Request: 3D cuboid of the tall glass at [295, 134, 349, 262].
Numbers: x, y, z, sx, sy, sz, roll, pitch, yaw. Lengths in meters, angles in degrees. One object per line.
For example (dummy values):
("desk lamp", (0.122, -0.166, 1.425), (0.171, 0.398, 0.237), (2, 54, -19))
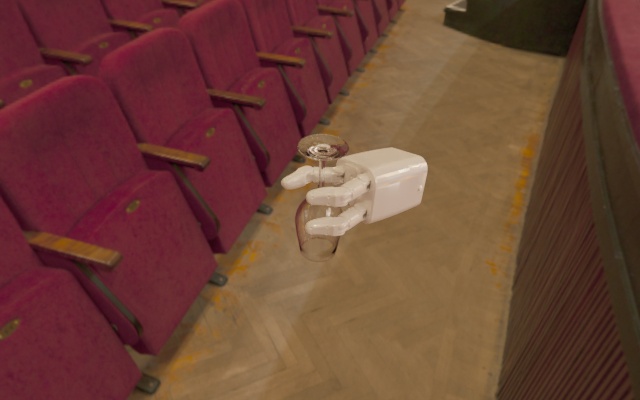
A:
("tall glass", (0.000, 0.002, 0.744), (0.079, 0.201, 0.079), (2, 36, -2))
